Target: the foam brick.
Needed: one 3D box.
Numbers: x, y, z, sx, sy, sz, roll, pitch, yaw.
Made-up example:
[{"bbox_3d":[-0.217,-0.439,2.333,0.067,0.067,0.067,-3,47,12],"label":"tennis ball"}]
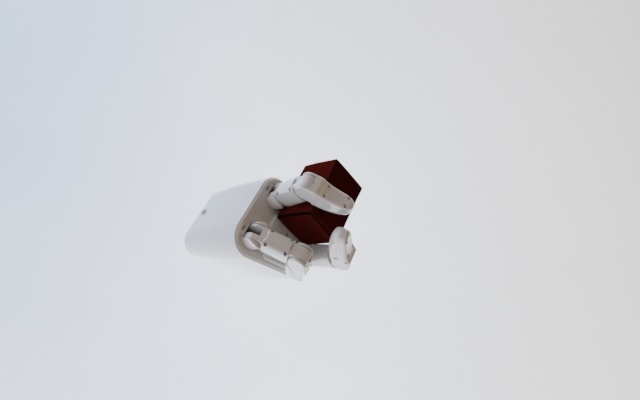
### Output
[{"bbox_3d":[0.000,0.002,0.525,0.051,0.078,0.053,-8,-47,43],"label":"foam brick"}]
